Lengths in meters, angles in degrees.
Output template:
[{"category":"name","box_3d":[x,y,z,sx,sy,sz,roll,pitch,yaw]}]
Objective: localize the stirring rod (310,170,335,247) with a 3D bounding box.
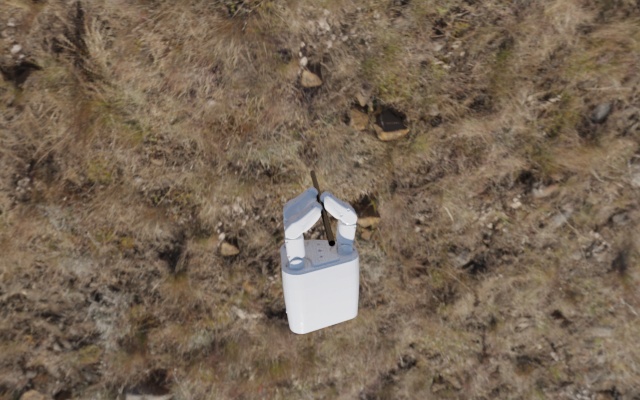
[{"category":"stirring rod","box_3d":[0.000,0.002,0.654,0.011,0.011,0.239,0,23,-7]}]
